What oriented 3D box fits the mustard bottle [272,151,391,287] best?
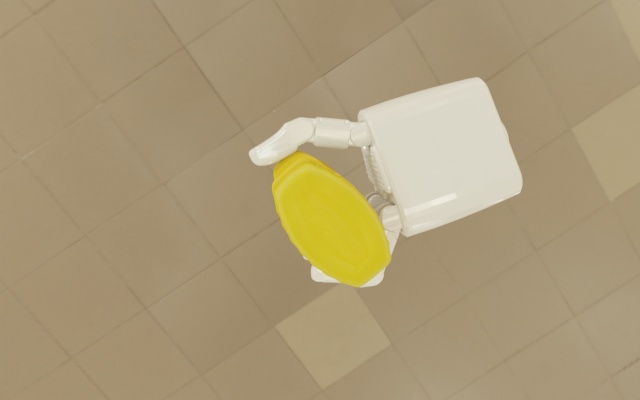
[{"bbox_3d":[0.000,0.002,0.410,0.058,0.096,0.191,-42,12,3],"label":"mustard bottle"}]
